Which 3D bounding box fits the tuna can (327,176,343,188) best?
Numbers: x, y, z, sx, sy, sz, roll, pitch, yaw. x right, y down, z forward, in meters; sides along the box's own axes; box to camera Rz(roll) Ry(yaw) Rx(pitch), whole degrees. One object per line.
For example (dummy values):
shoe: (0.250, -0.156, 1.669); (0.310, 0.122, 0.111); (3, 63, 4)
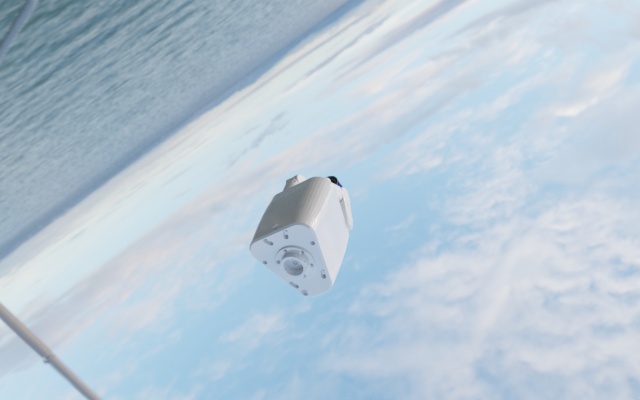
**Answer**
tuna can: (0.000, 0.003, 0.739); (0.086, 0.034, 0.086); (-33, 22, 15)
